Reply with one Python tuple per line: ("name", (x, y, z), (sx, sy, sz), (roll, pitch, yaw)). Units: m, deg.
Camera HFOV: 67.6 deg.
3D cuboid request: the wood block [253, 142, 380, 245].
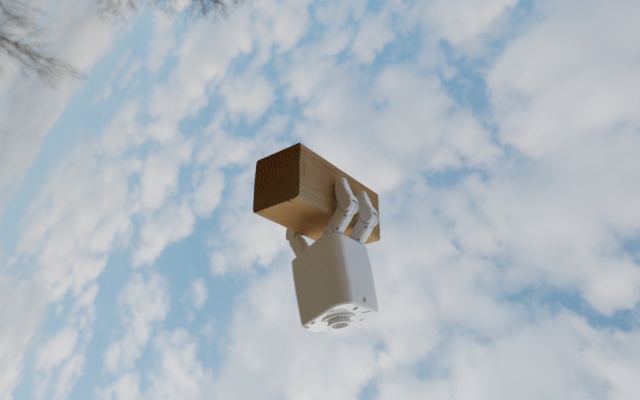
("wood block", (0.000, 0.003, 0.751), (0.091, 0.090, 0.206), (-19, -32, 33))
